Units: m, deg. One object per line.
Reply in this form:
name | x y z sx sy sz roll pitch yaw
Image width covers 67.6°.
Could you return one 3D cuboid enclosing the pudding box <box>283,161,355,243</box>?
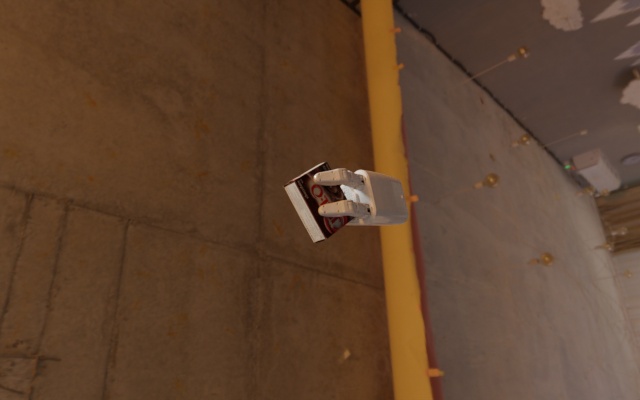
pudding box | 0.000 0.003 0.807 0.039 0.113 0.090 -26 6 45
